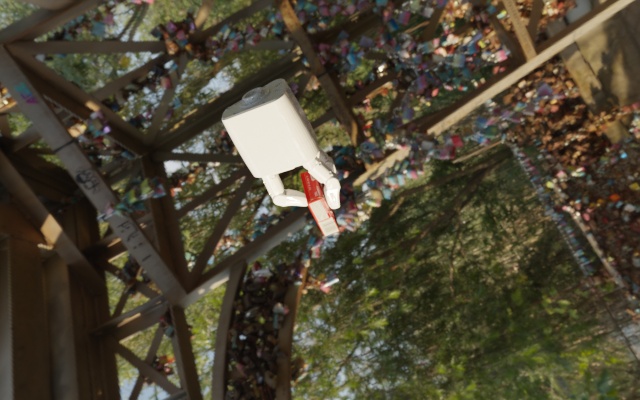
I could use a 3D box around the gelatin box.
[{"bbox_3d":[0.000,0.003,0.785,0.030,0.073,0.089,-20,-47,7],"label":"gelatin box"}]
